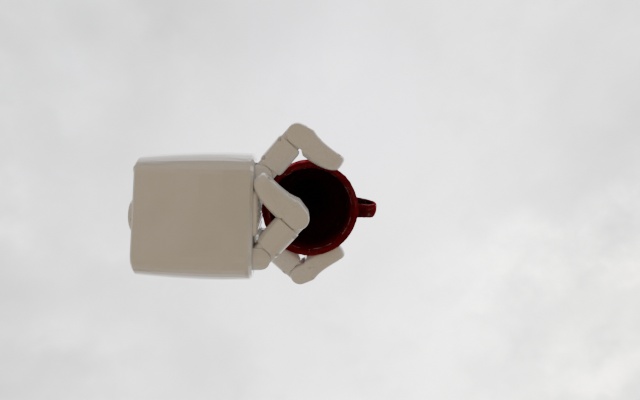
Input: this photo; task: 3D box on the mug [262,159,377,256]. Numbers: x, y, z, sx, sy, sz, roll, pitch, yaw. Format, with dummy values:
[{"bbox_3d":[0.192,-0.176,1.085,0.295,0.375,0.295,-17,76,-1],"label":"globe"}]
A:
[{"bbox_3d":[0.002,0.002,0.498,0.117,0.093,0.081,3,11,-4],"label":"mug"}]
